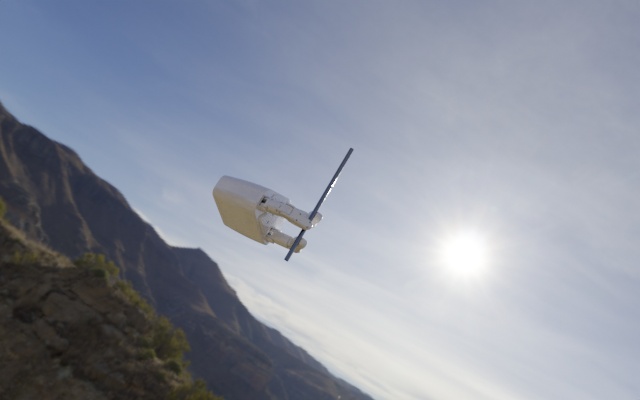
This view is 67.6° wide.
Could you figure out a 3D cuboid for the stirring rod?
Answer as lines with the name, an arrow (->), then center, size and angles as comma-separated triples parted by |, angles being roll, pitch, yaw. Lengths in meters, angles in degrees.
stirring rod -> 0.000, 0.003, 0.839 | 0.011, 0.239, 0.011 | 27, -20, 11
